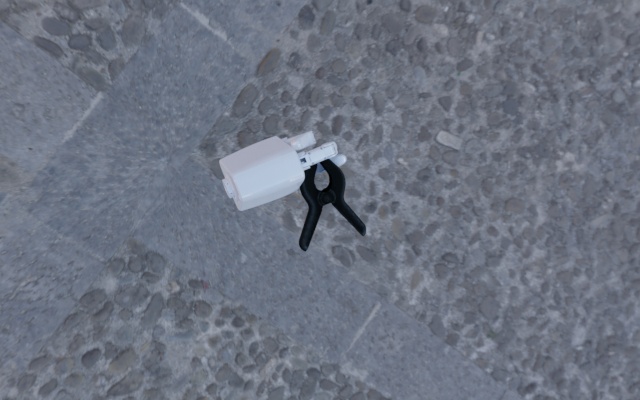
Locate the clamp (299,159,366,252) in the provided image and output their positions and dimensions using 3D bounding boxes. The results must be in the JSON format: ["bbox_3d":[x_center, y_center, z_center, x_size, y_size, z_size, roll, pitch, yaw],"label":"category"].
[{"bbox_3d":[0.000,0.003,0.809,0.120,0.171,0.039,-24,11,-16],"label":"clamp"}]
